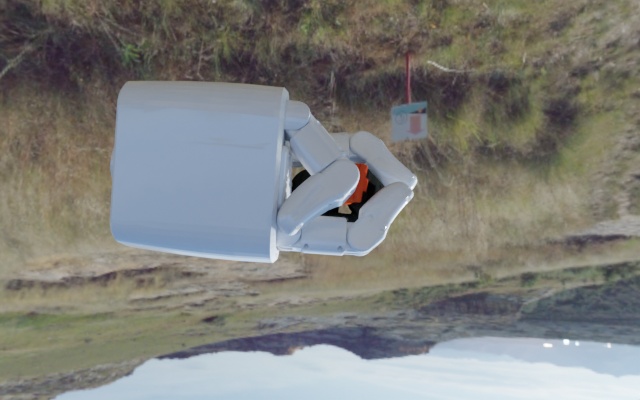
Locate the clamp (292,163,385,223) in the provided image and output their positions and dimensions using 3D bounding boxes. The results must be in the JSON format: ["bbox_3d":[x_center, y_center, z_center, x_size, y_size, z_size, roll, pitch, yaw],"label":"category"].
[{"bbox_3d":[0.000,0.002,0.405,0.120,0.039,0.171,5,-15,0],"label":"clamp"}]
